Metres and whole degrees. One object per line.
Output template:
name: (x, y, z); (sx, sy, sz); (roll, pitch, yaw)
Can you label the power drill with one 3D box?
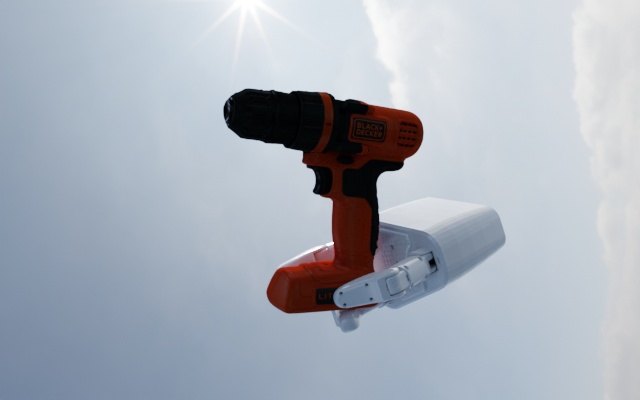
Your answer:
power drill: (0.000, 0.002, 0.418); (0.184, 0.188, 0.057); (3, 11, -25)
